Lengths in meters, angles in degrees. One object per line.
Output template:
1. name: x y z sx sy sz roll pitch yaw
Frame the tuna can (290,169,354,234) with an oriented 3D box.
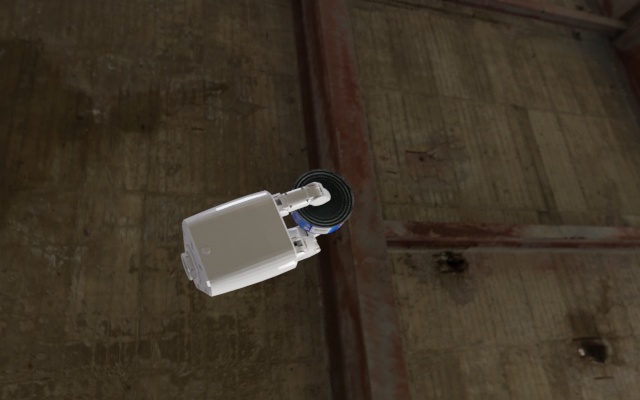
1. tuna can: 0.000 0.002 0.654 0.086 0.086 0.034 0 -22 -15
